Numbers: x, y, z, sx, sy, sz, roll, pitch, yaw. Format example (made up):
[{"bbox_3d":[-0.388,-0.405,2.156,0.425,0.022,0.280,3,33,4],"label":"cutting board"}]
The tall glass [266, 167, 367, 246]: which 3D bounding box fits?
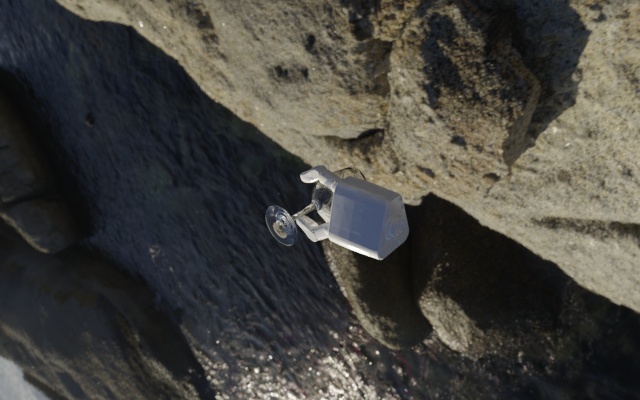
[{"bbox_3d":[0.000,0.003,0.859,0.079,0.079,0.201,0,24,47],"label":"tall glass"}]
